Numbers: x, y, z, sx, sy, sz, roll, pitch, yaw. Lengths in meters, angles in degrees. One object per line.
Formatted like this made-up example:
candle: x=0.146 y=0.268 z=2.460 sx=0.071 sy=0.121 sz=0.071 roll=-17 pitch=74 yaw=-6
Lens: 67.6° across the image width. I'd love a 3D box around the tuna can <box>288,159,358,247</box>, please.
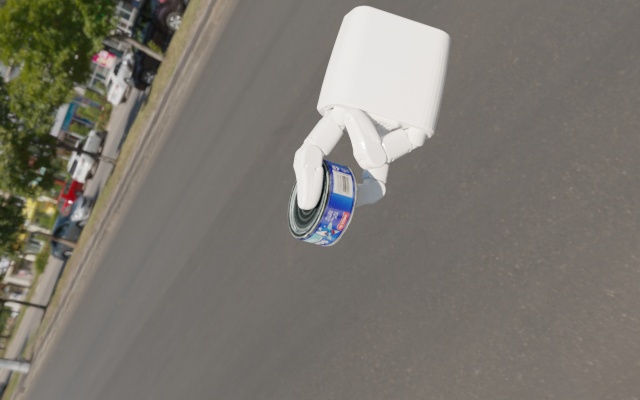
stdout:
tuna can: x=0.000 y=0.002 z=0.485 sx=0.034 sy=0.086 sz=0.086 roll=16 pitch=-7 yaw=-27
